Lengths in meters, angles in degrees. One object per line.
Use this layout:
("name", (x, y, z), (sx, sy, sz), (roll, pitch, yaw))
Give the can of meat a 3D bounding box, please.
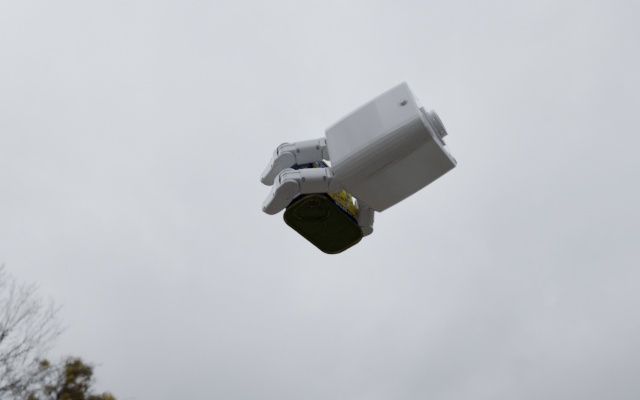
("can of meat", (0.000, 0.002, 0.570), (0.057, 0.083, 0.102), (-33, -50, 21))
